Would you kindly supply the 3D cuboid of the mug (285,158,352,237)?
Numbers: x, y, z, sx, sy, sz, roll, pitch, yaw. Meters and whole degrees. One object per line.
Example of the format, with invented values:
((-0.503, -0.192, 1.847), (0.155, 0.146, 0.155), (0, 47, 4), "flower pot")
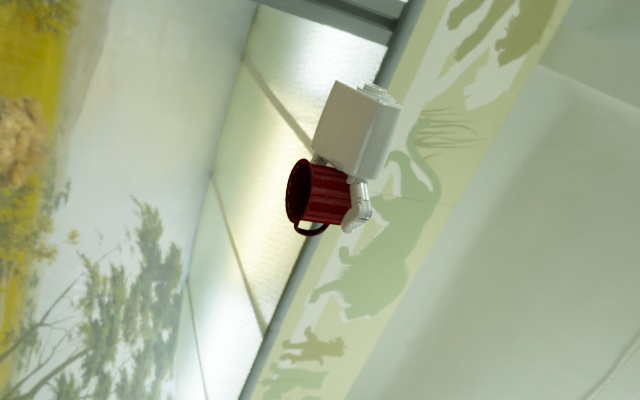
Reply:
((0.000, 0.004, 0.685), (0.081, 0.117, 0.093), (9, 25, -26), "mug")
